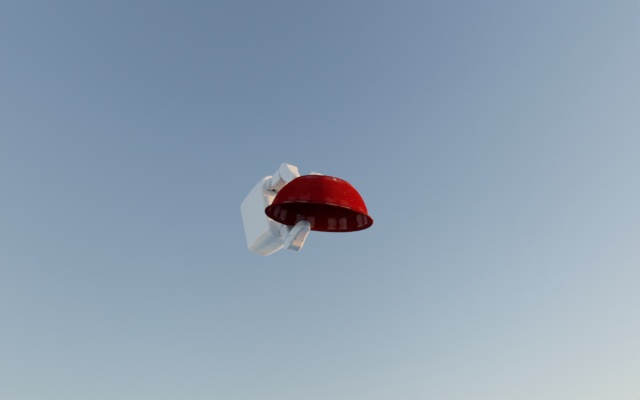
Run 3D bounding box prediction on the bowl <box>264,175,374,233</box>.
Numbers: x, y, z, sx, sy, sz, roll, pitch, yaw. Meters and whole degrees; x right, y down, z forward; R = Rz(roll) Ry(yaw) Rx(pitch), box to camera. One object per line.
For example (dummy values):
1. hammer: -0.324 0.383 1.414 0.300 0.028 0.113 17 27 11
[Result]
1. bowl: 0.001 0.002 0.712 0.162 0.055 0.162 6 -17 2
